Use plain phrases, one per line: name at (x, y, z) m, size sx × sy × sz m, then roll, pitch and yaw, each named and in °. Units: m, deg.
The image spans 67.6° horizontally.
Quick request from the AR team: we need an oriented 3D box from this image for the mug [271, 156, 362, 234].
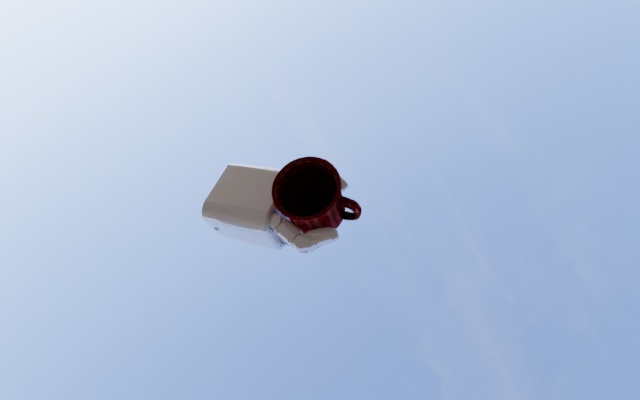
mug at (0.002, 0.002, 0.649) m, size 0.117 × 0.093 × 0.081 m, roll 12°, pitch -22°, yaw 18°
